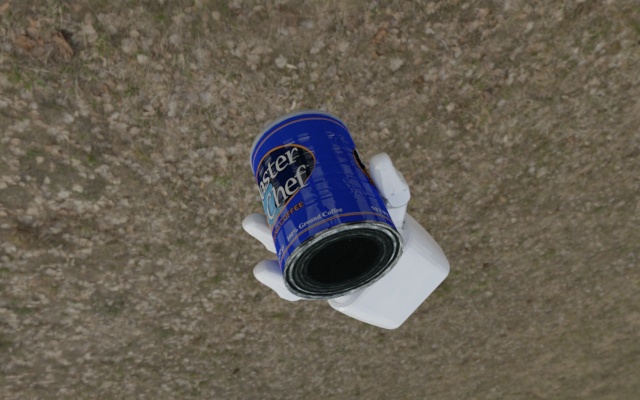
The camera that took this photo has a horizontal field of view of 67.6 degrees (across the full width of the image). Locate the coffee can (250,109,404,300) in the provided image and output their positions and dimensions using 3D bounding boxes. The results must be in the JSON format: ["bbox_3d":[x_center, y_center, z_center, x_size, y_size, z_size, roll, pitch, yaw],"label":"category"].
[{"bbox_3d":[0.000,0.001,0.427,0.103,0.140,0.103,-12,-40,-10],"label":"coffee can"}]
